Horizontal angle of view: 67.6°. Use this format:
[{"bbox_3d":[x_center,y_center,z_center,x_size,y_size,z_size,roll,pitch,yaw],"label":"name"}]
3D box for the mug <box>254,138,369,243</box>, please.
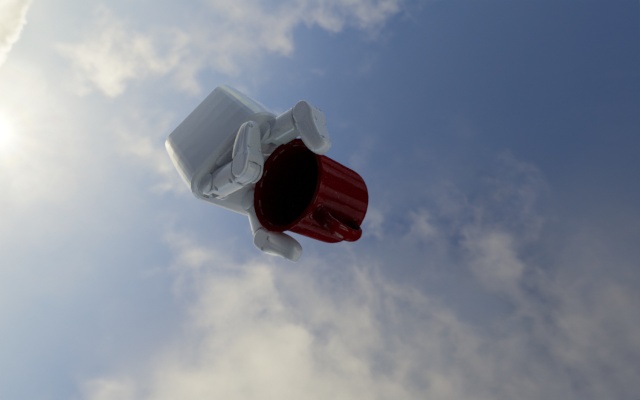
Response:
[{"bbox_3d":[0.001,0.002,0.468,0.081,0.093,0.117,22,15,-43],"label":"mug"}]
